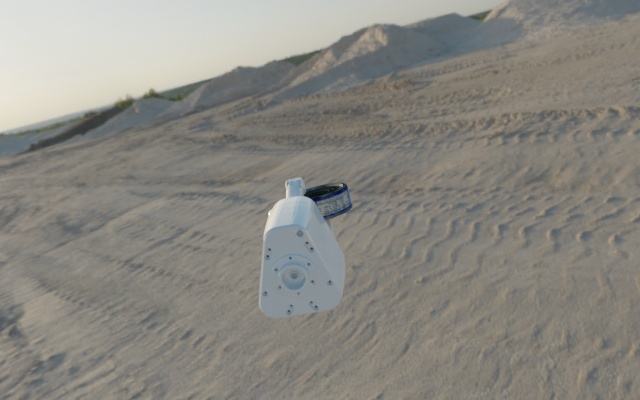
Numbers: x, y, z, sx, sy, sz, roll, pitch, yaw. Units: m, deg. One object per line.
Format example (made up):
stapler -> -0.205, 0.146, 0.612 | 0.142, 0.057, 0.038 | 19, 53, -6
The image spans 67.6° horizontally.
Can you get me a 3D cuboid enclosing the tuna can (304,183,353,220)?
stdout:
tuna can -> 0.000, 0.002, 0.676 | 0.086, 0.034, 0.086 | -14, 12, 3
